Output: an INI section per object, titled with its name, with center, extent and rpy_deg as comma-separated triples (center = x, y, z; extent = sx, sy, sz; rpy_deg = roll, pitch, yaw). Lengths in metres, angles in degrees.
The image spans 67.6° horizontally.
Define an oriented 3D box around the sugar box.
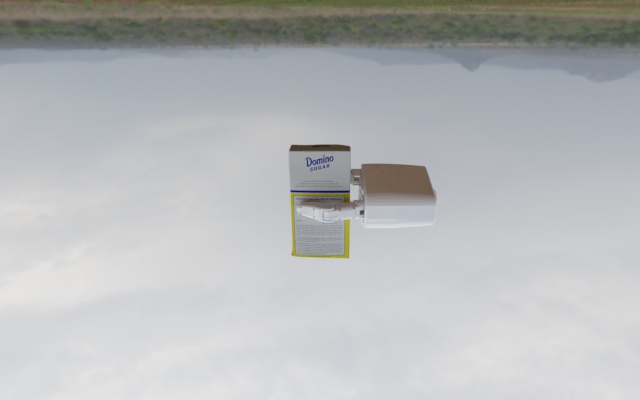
[sugar box]
center = 0.000, 0.002, 0.738
extent = 0.093, 0.176, 0.048
rpy_deg = 1, 19, 2
